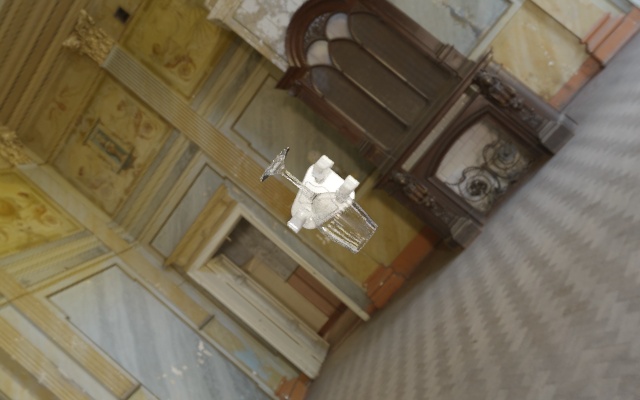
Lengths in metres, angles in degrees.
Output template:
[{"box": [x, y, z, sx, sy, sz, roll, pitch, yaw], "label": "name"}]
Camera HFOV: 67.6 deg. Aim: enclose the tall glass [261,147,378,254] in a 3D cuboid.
[{"box": [0.000, 0.002, 0.798, 0.201, 0.079, 0.079, 40, 2, 3], "label": "tall glass"}]
